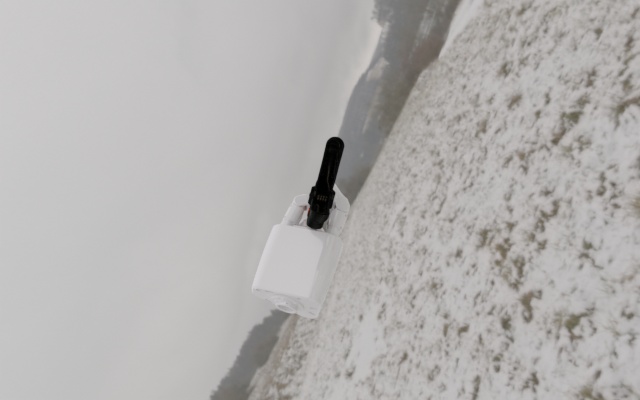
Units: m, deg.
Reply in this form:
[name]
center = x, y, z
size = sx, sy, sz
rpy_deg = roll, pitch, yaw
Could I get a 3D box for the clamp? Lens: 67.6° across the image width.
[clamp]
center = 0.000, 0.002, 0.675
size = 0.039, 0.120, 0.172
rpy_deg = 18, -29, 3
